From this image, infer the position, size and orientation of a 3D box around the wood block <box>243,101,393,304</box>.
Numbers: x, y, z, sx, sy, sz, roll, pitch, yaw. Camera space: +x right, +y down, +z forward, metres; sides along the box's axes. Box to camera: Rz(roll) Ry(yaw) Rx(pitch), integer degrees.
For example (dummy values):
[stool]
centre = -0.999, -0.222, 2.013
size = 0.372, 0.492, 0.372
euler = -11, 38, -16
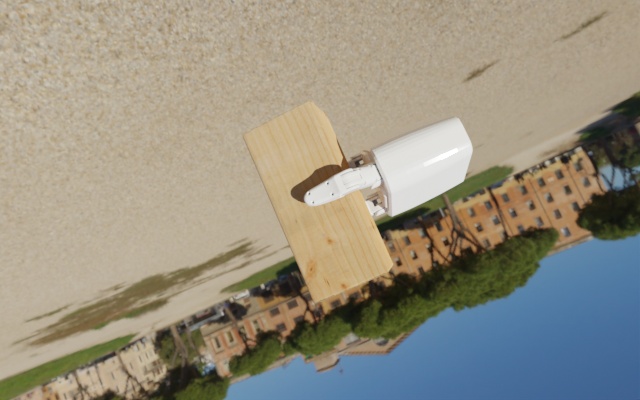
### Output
[wood block]
centre = 0.000, 0.002, 0.562
size = 0.090, 0.206, 0.091
euler = -25, -6, 11
